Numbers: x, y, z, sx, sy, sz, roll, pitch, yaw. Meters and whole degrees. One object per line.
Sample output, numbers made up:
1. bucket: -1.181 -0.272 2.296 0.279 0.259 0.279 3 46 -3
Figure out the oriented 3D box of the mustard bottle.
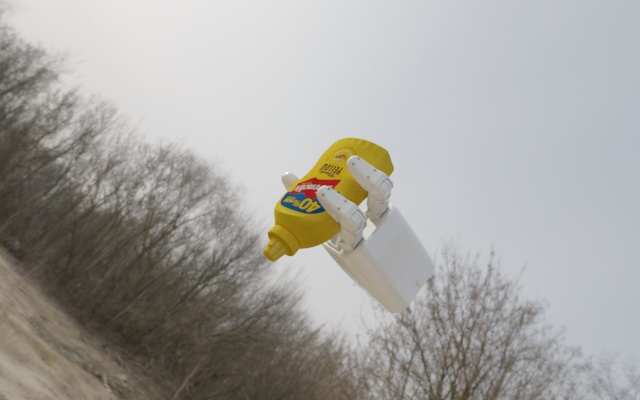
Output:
1. mustard bottle: 0.000 0.001 0.584 0.096 0.058 0.191 19 56 41
